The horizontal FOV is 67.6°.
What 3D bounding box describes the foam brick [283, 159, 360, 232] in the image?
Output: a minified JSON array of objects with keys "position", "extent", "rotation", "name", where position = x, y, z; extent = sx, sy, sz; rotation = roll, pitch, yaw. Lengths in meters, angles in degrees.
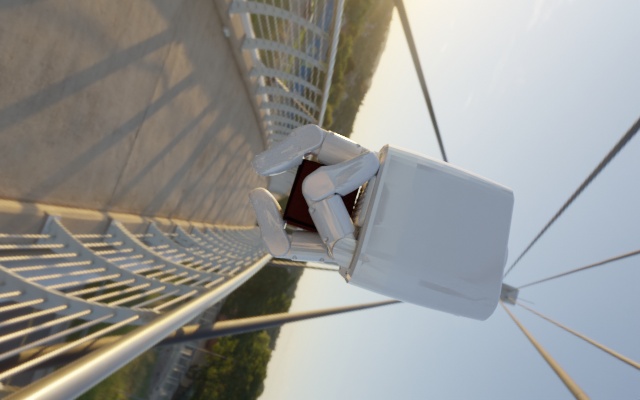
[{"position":[0.000,0.001,0.409],"extent":[0.051,0.053,0.078],"rotation":[17,-5,-1],"name":"foam brick"}]
